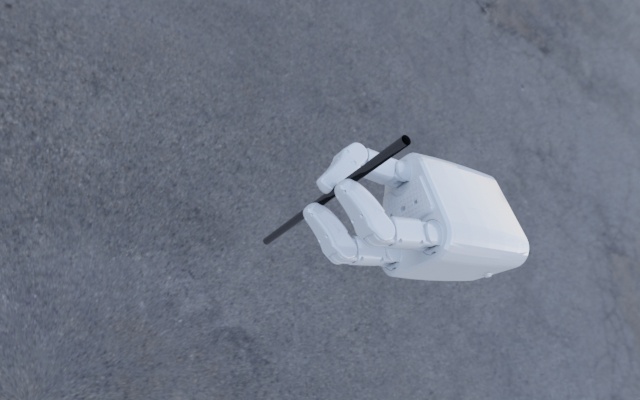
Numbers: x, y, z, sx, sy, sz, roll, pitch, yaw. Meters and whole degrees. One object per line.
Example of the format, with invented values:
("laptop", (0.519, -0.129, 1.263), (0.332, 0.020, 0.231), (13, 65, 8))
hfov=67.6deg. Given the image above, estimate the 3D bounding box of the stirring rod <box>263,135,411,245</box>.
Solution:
("stirring rod", (0.000, 0.001, 0.424), (0.011, 0.011, 0.240), (0, -21, -32))
